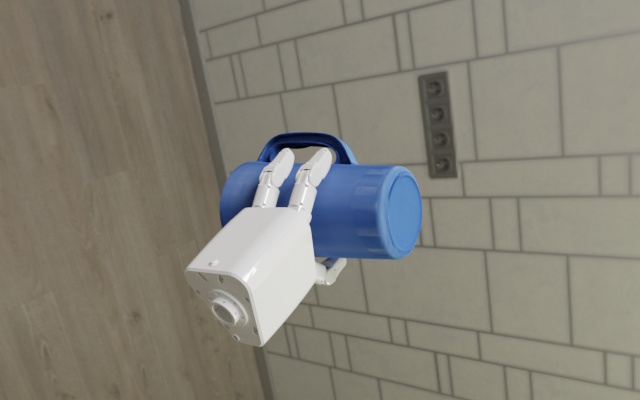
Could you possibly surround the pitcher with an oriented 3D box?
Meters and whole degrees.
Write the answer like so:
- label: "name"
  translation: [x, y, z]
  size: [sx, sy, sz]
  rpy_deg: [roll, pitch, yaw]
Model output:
- label: "pitcher"
  translation: [0.000, 0.002, 0.611]
  size: [0.243, 0.149, 0.145]
  rpy_deg: [1, 32, 36]
